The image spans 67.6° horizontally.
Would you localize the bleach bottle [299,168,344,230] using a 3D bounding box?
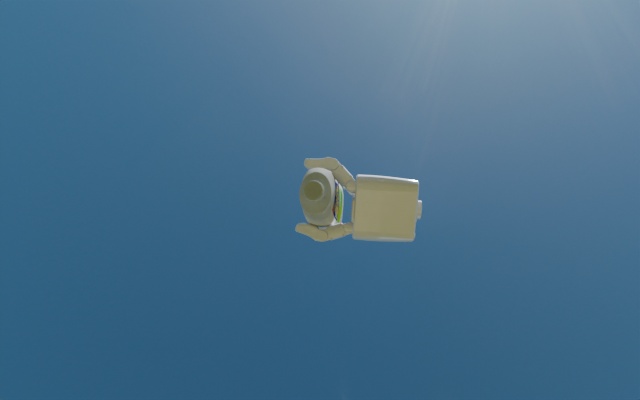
[{"bbox_3d":[0.000,0.003,0.823,0.068,0.102,0.251,5,-4,6],"label":"bleach bottle"}]
